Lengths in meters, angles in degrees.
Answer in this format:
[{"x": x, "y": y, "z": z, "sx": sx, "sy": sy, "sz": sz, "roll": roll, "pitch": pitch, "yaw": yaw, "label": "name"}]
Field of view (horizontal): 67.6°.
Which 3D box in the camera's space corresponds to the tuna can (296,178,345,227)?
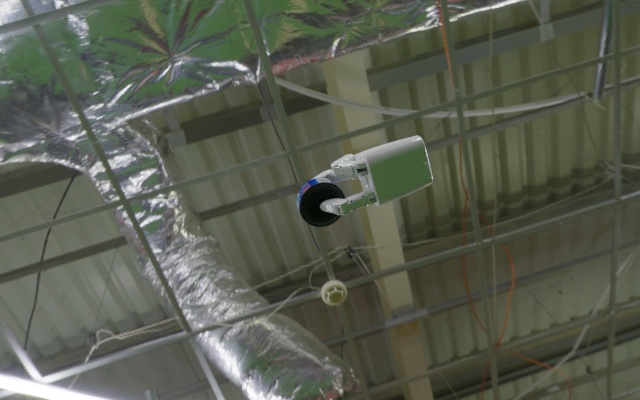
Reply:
[{"x": 0.000, "y": 0.003, "z": 0.863, "sx": 0.086, "sy": 0.086, "sz": 0.033, "roll": 0, "pitch": 21, "yaw": -16, "label": "tuna can"}]
